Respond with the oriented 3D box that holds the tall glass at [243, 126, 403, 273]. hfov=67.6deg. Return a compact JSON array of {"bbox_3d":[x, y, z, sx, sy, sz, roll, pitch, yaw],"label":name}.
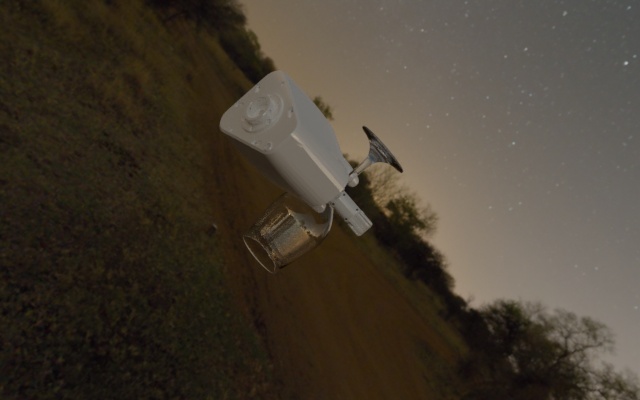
[{"bbox_3d":[0.001,0.002,0.583,0.201,0.079,0.079,-41,-3,4],"label":"tall glass"}]
